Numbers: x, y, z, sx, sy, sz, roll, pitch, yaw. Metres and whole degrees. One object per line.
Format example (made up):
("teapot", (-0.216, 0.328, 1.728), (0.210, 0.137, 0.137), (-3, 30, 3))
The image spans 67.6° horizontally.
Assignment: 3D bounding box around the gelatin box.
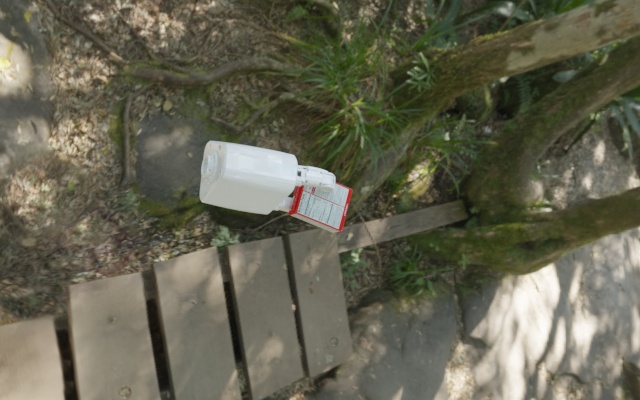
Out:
("gelatin box", (0.001, 0.003, 0.754), (0.089, 0.073, 0.030), (22, -18, -22))
